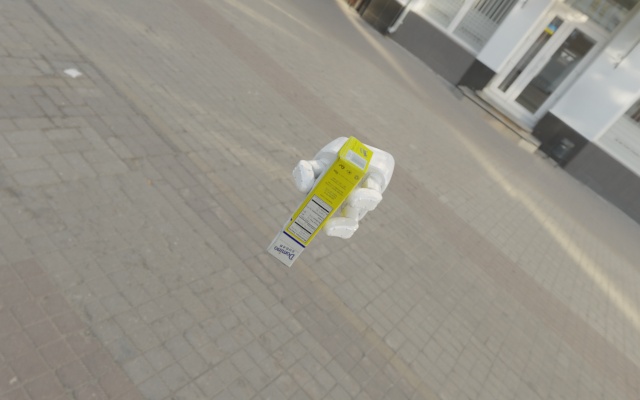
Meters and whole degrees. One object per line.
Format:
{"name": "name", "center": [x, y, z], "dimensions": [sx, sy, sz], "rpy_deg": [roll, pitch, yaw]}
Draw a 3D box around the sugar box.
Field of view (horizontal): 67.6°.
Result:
{"name": "sugar box", "center": [0.001, 0.002, 0.649], "dimensions": [0.048, 0.176, 0.093], "rpy_deg": [35, 26, -2]}
